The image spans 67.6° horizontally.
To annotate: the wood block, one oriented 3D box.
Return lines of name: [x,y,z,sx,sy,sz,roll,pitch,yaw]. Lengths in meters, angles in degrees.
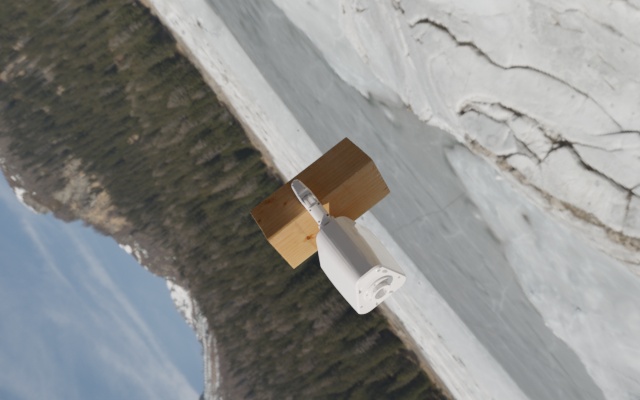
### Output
wood block: [0.000,0.003,0.798,0.091,0.206,0.090,54,-3,-42]
